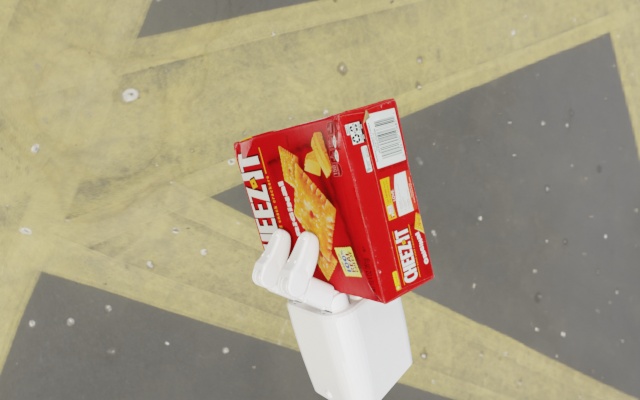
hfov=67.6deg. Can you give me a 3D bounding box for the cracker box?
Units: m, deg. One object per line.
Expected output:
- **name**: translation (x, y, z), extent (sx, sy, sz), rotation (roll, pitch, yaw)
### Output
- **cracker box**: translation (0.000, 0.002, 0.482), extent (0.072, 0.164, 0.213), rotation (-20, 10, -32)
